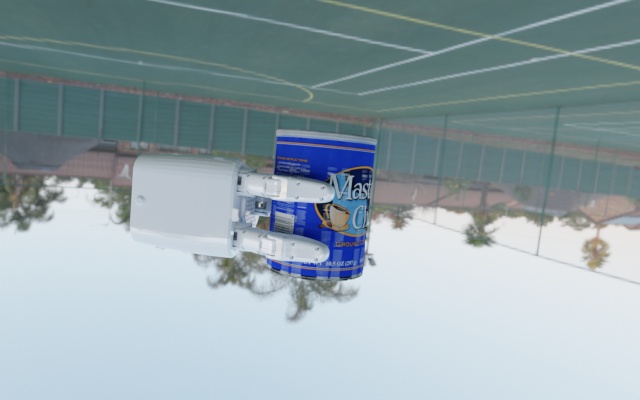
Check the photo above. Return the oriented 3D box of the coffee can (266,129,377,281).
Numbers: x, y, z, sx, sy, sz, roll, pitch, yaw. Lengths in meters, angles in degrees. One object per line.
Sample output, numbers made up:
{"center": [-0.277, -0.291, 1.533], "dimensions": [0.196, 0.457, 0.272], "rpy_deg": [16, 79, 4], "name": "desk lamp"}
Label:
{"center": [0.000, 0.001, 0.492], "dimensions": [0.103, 0.140, 0.103], "rpy_deg": [5, 5, 0], "name": "coffee can"}
